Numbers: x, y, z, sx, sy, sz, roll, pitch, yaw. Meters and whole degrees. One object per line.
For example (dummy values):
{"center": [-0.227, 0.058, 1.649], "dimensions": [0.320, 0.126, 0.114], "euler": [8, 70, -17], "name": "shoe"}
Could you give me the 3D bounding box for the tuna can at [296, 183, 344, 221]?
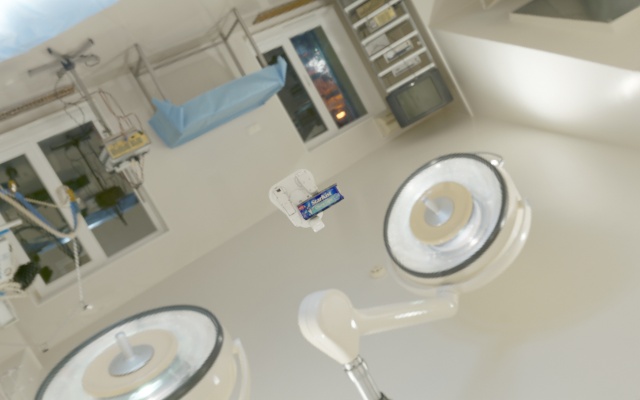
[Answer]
{"center": [0.000, 0.003, 0.880], "dimensions": [0.086, 0.034, 0.086], "euler": [-30, 0, 0], "name": "tuna can"}
